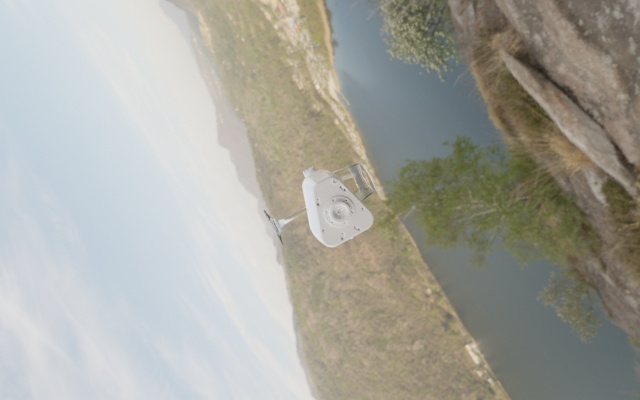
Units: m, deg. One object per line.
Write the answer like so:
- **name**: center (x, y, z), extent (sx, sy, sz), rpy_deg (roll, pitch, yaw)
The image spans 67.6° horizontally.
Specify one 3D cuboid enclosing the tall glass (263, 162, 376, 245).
- **tall glass**: center (-0.001, 0.003, 0.883), extent (0.201, 0.079, 0.079), rpy_deg (-28, 2, -4)
